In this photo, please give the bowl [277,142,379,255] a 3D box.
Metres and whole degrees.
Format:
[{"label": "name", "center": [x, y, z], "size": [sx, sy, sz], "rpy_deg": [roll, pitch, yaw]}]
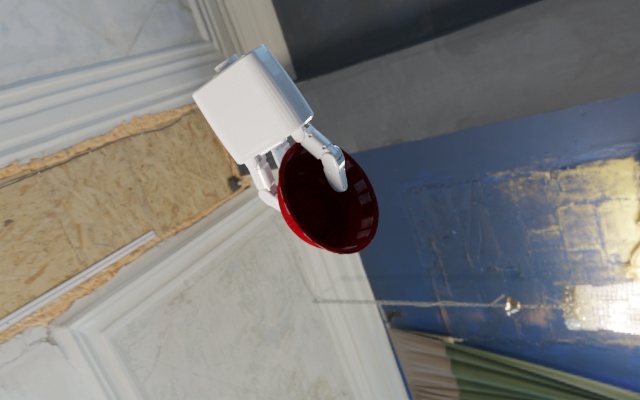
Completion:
[{"label": "bowl", "center": [0.001, 0.003, 0.629], "size": [0.162, 0.162, 0.055], "rpy_deg": [0, -24, -40]}]
